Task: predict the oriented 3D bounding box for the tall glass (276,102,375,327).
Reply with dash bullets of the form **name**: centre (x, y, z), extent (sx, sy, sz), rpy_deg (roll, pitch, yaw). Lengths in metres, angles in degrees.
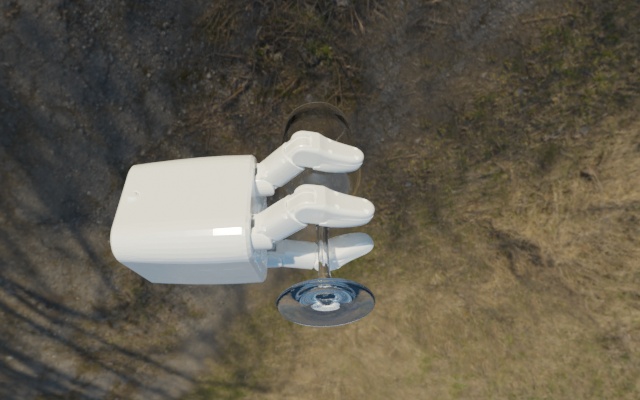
- **tall glass**: centre (0.000, 0.002, 0.418), extent (0.079, 0.200, 0.079), rpy_deg (-1, -39, -1)
